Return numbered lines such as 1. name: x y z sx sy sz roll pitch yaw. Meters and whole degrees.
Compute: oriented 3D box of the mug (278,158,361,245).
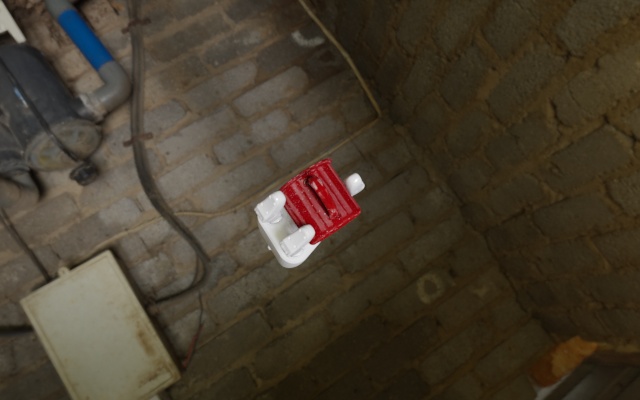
1. mug: 0.000 0.002 0.611 0.093 0.081 0.117 -33 -6 -12
